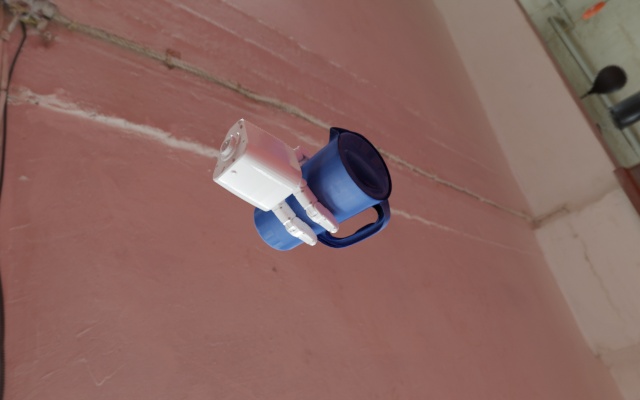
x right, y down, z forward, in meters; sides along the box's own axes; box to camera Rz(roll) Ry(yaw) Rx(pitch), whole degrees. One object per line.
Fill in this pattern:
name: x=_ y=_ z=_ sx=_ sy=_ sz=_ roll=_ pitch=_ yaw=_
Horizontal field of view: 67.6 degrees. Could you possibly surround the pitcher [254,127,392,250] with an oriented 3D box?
pitcher: x=0.000 y=0.003 z=0.836 sx=0.145 sy=0.149 sz=0.243 roll=31 pitch=-49 yaw=-32
